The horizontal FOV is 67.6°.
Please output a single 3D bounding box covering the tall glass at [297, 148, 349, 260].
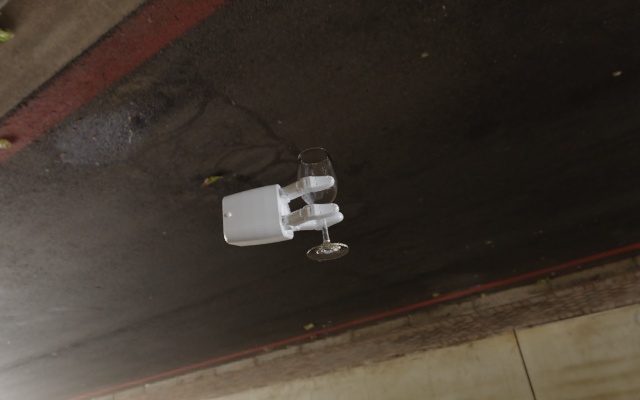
[{"bbox_3d":[0.000,0.003,0.879,0.079,0.201,0.079,-6,-26,-3],"label":"tall glass"}]
